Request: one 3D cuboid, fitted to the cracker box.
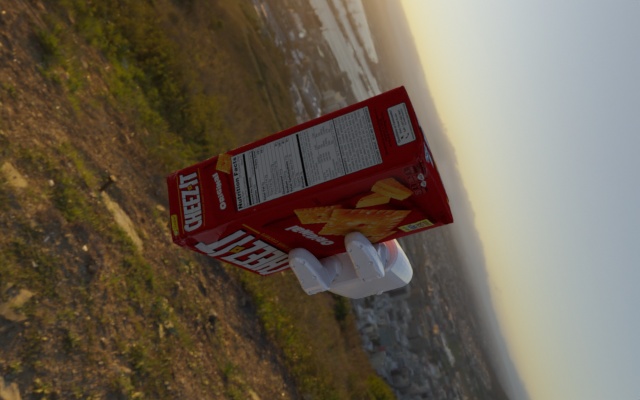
[{"bbox_3d":[0.000,0.001,0.434,0.214,0.072,0.164,-19,-25,15],"label":"cracker box"}]
